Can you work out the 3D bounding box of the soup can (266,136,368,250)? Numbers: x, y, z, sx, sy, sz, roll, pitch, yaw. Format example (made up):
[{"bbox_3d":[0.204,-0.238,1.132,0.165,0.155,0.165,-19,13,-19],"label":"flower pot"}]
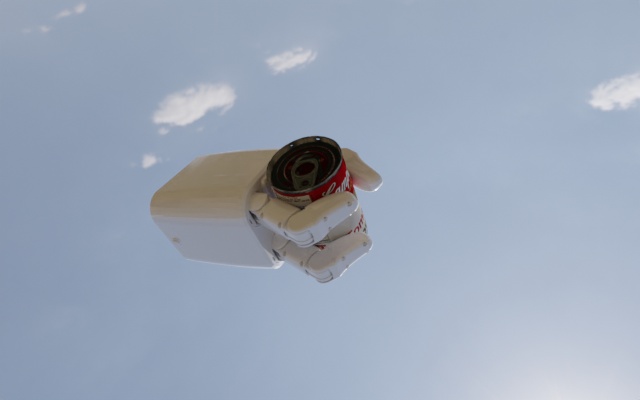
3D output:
[{"bbox_3d":[0.001,0.002,0.438,0.068,0.068,0.102,0,-42,23],"label":"soup can"}]
